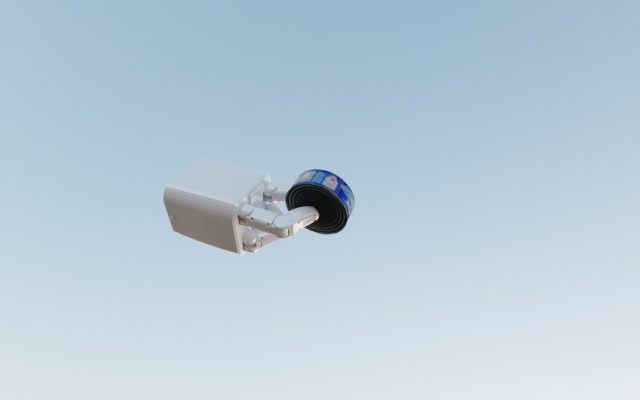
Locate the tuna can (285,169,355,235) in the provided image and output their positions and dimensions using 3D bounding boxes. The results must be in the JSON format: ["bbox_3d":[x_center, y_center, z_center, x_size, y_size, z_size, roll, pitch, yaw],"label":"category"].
[{"bbox_3d":[0.000,0.002,0.615,0.086,0.086,0.033,0,40,29],"label":"tuna can"}]
